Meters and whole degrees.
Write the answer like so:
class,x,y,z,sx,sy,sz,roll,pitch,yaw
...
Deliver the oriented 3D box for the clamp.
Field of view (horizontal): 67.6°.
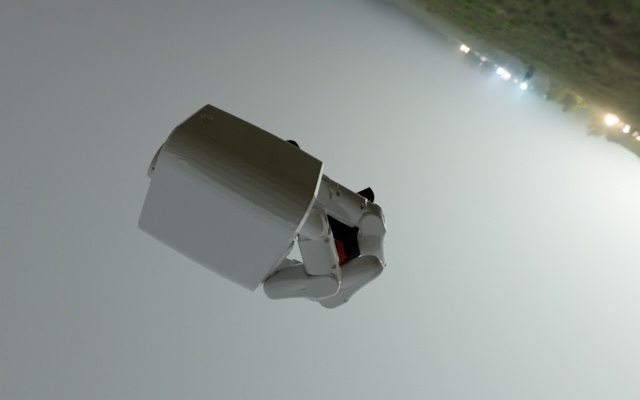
class,x,y,z,sx,sy,sz,roll,pitch,yaw
clamp,0.000,0.002,0.456,0.120,0.039,0.171,29,24,-7
